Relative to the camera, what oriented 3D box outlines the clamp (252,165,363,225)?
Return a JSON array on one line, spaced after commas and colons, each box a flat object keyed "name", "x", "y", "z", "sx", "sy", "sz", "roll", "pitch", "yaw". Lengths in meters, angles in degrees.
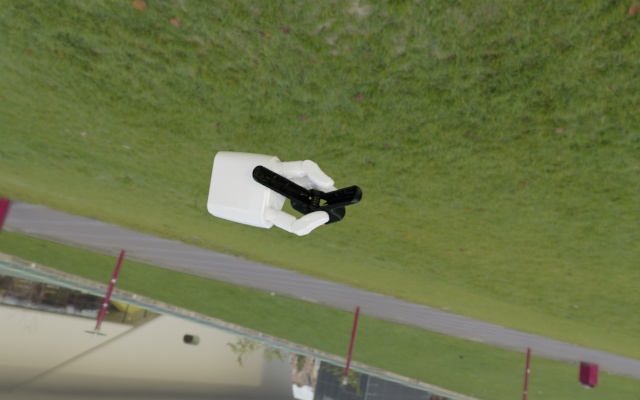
[{"name": "clamp", "x": 0.000, "y": 0.003, "z": 0.763, "sx": 0.164, "sy": 0.036, "sz": 0.210, "roll": 12, "pitch": -15, "yaw": 19}]
